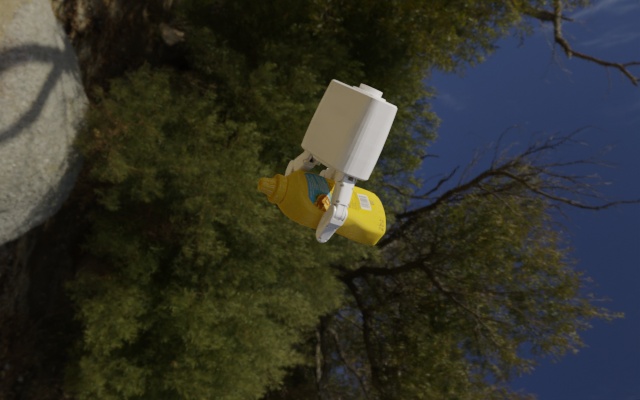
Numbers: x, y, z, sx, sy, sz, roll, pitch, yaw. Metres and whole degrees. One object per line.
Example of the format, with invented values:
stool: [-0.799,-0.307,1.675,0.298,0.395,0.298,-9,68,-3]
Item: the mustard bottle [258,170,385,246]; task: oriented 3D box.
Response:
mustard bottle: [0.000,0.003,0.694,0.192,0.096,0.058,18,-52,-25]
